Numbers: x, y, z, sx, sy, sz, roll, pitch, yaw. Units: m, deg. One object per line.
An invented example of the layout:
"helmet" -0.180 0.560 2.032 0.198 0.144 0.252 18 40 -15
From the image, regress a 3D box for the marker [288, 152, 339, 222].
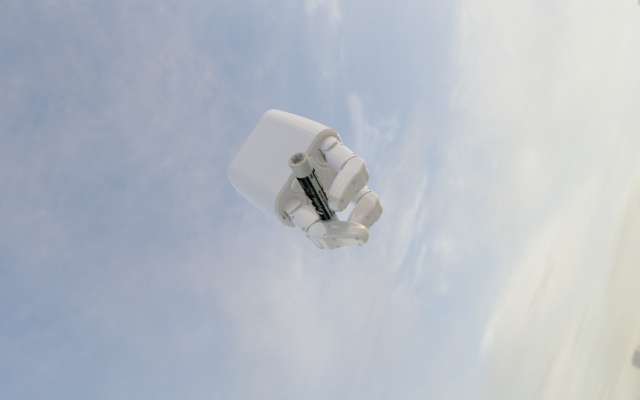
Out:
"marker" 0.000 0.002 0.464 0.020 0.020 0.121 0 -39 26
